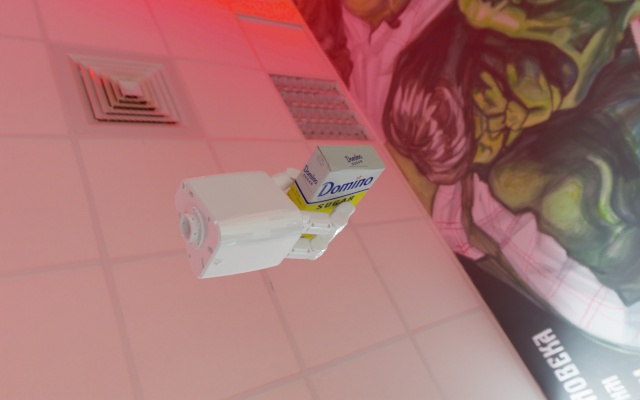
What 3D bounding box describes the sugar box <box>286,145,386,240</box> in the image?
[{"bbox_3d":[0.000,0.003,0.628,0.093,0.048,0.176,-6,-33,-38],"label":"sugar box"}]
